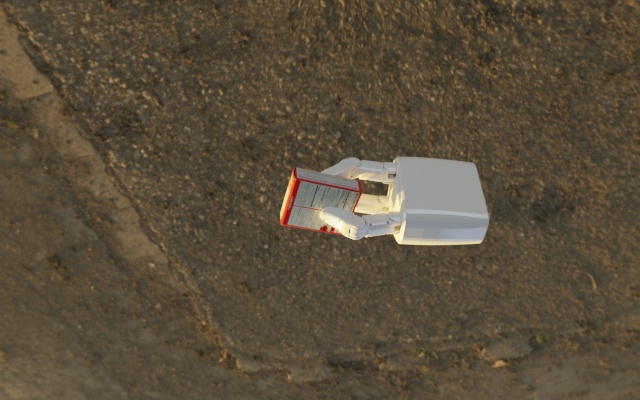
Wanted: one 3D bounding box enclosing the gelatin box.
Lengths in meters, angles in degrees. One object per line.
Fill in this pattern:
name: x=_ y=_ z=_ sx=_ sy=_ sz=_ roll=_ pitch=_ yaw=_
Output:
gelatin box: x=0.000 y=0.002 z=0.605 sx=0.089 sy=0.073 sz=0.030 roll=10 pitch=35 yaw=-14
